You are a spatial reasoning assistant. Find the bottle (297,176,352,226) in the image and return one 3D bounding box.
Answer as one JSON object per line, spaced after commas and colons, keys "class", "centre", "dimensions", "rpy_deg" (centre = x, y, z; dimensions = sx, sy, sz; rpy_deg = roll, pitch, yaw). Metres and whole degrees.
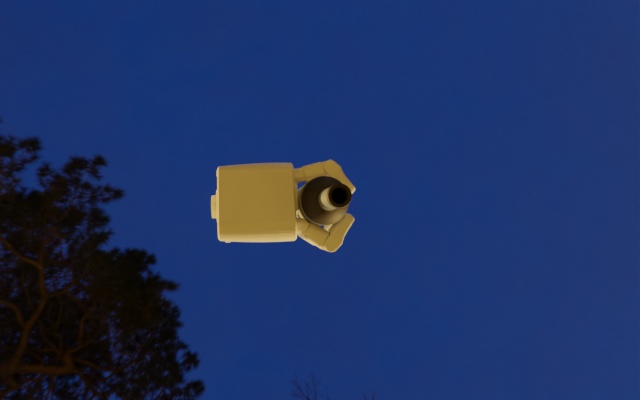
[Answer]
{"class": "bottle", "centre": [0.000, 0.002, 0.674], "dimensions": [0.069, 0.069, 0.296], "rpy_deg": [0, -3, -8]}
